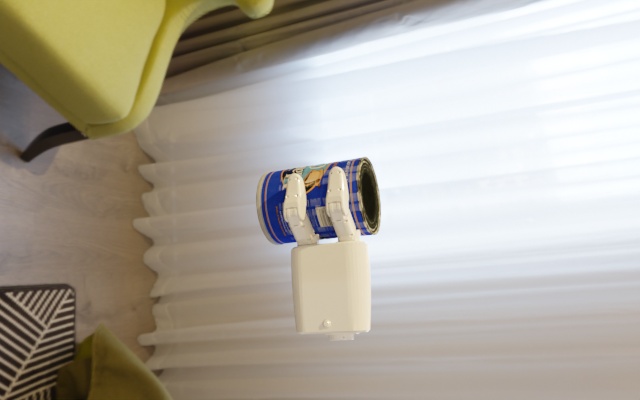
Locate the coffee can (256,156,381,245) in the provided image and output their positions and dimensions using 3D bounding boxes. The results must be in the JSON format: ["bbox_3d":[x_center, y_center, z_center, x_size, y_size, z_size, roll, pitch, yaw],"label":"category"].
[{"bbox_3d":[0.000,0.002,0.637,0.140,0.103,0.103,-8,-3,20],"label":"coffee can"}]
